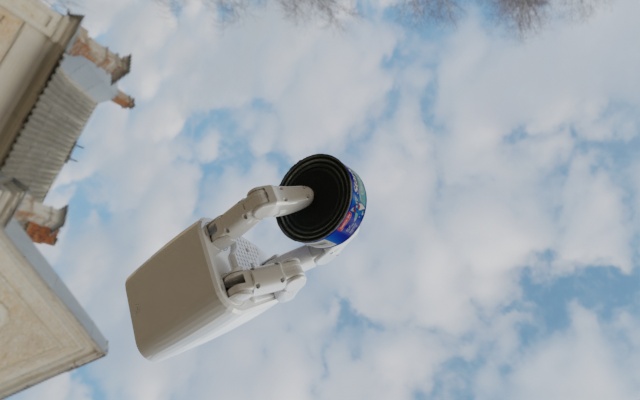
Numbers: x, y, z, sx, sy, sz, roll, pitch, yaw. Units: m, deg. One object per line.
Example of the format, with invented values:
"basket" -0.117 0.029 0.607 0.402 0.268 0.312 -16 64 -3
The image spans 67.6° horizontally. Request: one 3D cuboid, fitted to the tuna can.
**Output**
"tuna can" 0.000 0.002 0.451 0.086 0.086 0.034 0 -17 35
